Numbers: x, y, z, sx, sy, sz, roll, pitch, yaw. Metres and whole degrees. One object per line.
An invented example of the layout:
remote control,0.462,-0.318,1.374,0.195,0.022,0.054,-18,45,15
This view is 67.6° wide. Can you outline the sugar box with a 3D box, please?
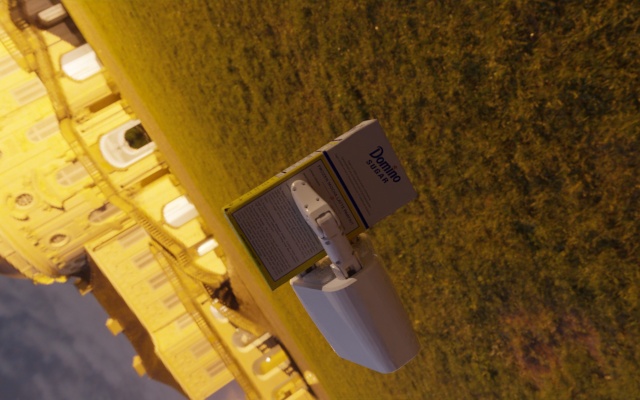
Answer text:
sugar box,0.000,0.002,0.480,0.176,0.093,0.048,-32,12,-12
